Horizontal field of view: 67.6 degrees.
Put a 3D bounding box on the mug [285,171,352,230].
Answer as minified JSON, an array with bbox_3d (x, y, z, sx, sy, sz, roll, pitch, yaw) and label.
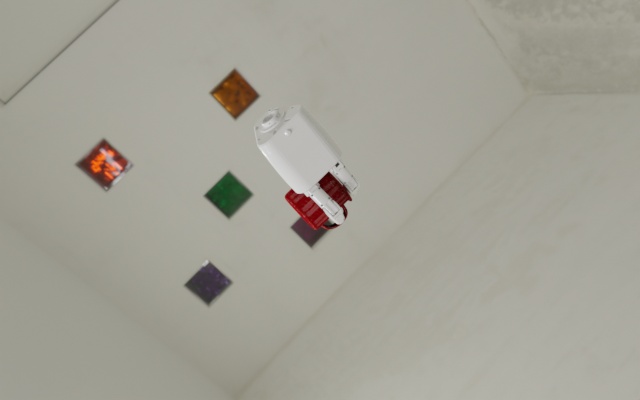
[{"bbox_3d":[0.001,0.004,0.821,0.117,0.081,0.093,49,-6,-30],"label":"mug"}]
